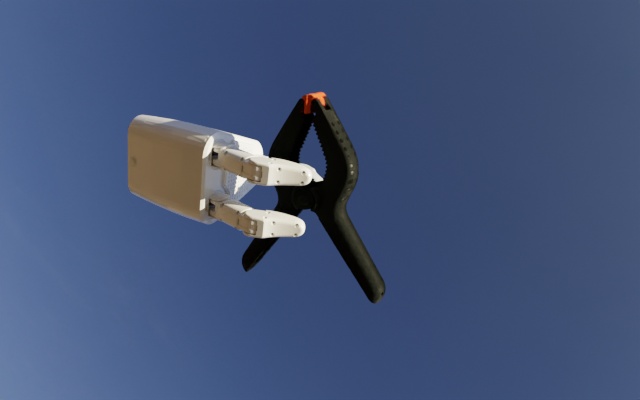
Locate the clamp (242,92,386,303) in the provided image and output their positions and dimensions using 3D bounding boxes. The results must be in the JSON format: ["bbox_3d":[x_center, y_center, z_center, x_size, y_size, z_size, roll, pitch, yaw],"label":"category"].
[{"bbox_3d":[0.000,0.001,0.479,0.164,0.210,0.036,16,22,19],"label":"clamp"}]
